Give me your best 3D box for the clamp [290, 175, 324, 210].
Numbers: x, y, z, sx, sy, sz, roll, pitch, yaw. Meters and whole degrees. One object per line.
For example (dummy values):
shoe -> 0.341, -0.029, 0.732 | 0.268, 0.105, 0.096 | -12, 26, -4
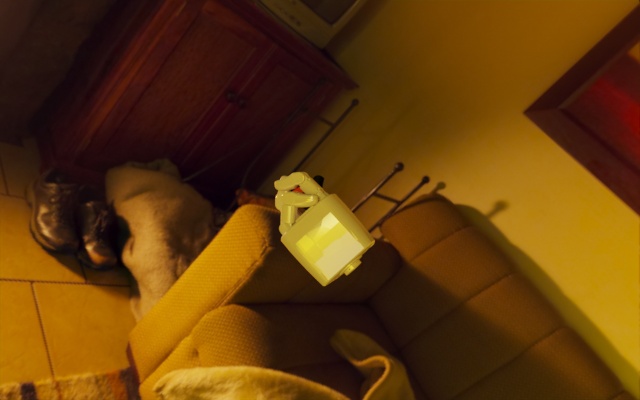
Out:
clamp -> 0.000, 0.002, 0.876 | 0.039, 0.120, 0.171 | -46, -12, 18
